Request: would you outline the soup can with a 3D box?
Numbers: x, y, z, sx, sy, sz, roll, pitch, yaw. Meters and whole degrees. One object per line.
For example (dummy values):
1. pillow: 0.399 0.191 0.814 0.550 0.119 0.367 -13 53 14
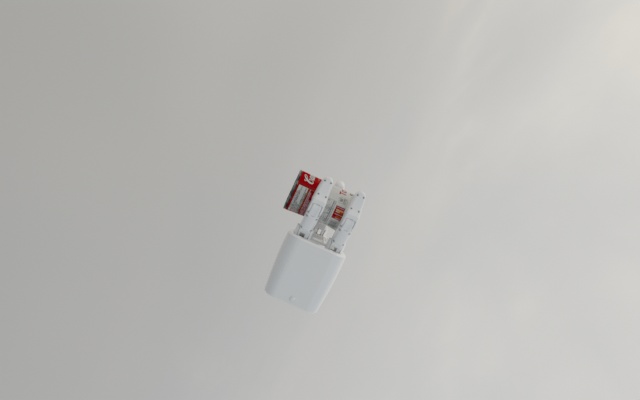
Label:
1. soup can: 0.001 0.002 0.765 0.102 0.068 0.068 25 -2 -5
